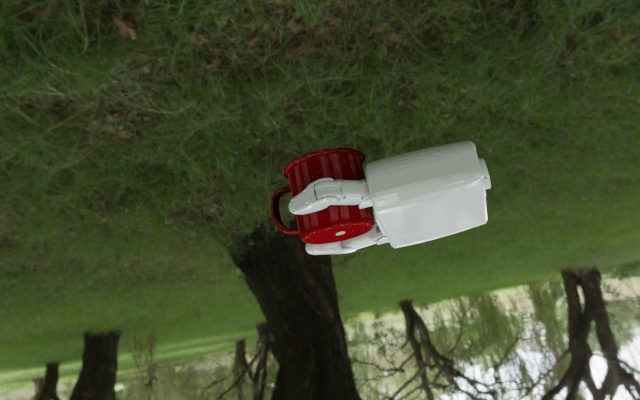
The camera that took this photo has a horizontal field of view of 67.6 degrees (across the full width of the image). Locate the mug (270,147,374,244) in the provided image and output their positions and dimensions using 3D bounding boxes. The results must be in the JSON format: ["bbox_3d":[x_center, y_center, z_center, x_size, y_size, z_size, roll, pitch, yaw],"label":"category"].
[{"bbox_3d":[-0.001,0.002,0.520,0.117,0.081,0.093,-15,-17,13],"label":"mug"}]
